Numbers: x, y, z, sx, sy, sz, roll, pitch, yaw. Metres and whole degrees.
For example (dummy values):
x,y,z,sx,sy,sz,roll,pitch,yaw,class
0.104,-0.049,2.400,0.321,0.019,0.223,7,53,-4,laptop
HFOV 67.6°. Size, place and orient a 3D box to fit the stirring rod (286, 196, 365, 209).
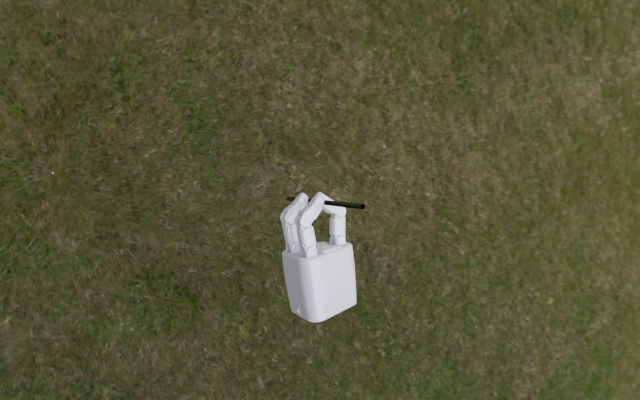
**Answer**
x,y,z,sx,sy,sz,roll,pitch,yaw,class
0.000,0.003,0.765,0.011,0.011,0.239,0,3,-29,stirring rod
